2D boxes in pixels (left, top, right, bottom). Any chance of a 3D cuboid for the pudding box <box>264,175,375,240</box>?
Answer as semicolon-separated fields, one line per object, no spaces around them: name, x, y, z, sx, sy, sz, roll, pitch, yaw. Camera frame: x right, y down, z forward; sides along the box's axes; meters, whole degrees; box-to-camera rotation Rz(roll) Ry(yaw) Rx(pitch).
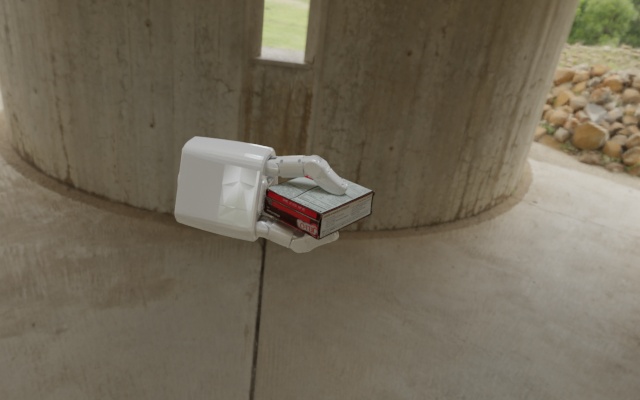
pudding box;0.000;0.002;0.595;0.090;0.039;0.113;26;32;33
